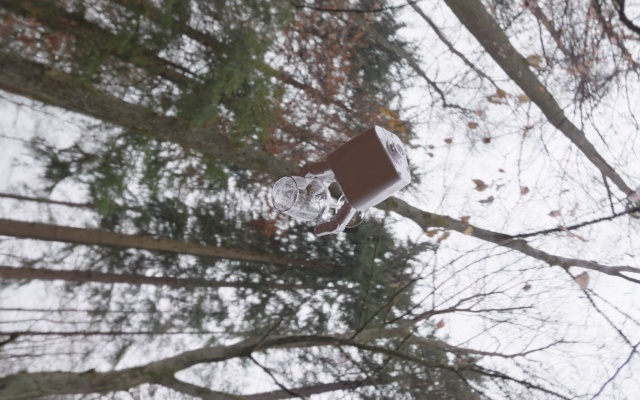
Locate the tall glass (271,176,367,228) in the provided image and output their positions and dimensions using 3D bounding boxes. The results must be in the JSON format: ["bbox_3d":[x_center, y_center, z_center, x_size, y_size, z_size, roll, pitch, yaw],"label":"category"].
[{"bbox_3d":[0.000,0.003,0.879,0.079,0.079,0.201,0,-8,39],"label":"tall glass"}]
